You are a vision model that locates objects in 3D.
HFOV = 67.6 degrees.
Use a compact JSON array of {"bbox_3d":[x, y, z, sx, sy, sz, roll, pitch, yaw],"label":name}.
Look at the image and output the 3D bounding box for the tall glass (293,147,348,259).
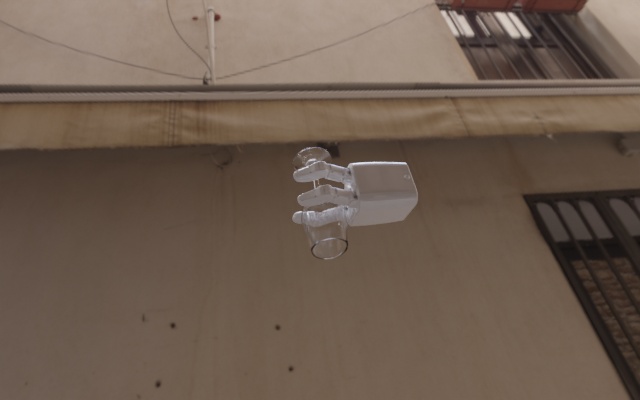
[{"bbox_3d":[0.000,0.002,0.841,0.079,0.200,0.079,-7,-38,-5],"label":"tall glass"}]
